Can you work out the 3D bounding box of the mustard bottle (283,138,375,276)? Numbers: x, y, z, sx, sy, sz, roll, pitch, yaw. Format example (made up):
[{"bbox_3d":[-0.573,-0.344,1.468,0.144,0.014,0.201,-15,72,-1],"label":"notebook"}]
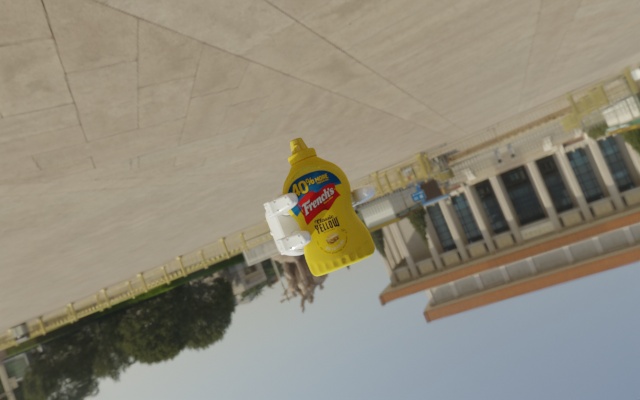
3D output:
[{"bbox_3d":[0.000,0.002,0.676,0.096,0.191,0.058,-22,-3,8],"label":"mustard bottle"}]
